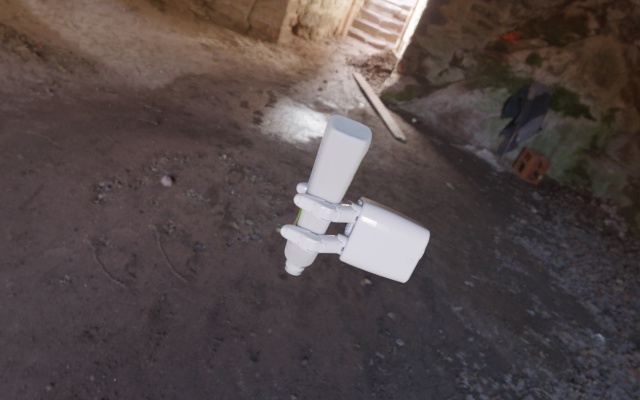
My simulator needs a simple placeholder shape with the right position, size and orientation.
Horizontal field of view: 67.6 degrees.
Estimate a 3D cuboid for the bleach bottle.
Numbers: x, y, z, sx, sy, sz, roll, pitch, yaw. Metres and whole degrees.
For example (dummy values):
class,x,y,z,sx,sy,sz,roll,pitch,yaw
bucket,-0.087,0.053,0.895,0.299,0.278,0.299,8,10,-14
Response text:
class,x,y,z,sx,sy,sz,roll,pitch,yaw
bleach bottle,0.000,0.002,0.728,0.068,0.251,0.102,21,24,-2
